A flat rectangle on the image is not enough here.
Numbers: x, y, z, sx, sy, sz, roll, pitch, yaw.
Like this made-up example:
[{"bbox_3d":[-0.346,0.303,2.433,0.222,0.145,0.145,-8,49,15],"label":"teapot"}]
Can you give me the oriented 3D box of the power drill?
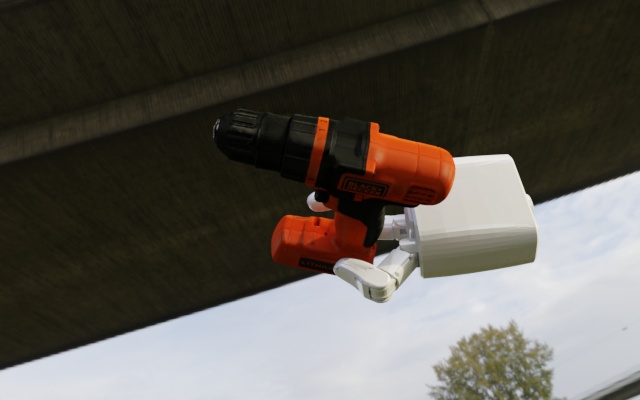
[{"bbox_3d":[0.000,0.002,0.420,0.184,0.057,0.188,13,-31,-2],"label":"power drill"}]
